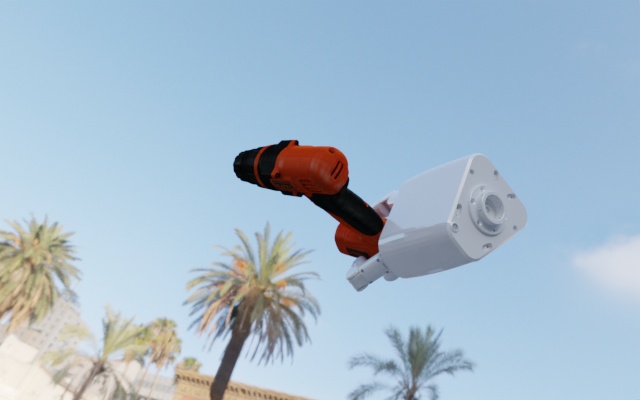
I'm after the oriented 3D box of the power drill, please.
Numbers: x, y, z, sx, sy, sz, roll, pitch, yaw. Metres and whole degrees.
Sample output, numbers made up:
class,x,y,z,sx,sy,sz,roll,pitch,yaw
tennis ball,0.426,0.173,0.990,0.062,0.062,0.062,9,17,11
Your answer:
class,x,y,z,sx,sy,sz,roll,pitch,yaw
power drill,0.001,0.002,0.561,0.188,0.057,0.184,40,-18,-34
